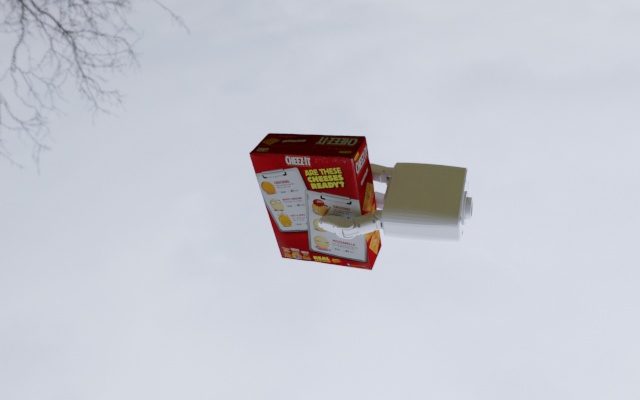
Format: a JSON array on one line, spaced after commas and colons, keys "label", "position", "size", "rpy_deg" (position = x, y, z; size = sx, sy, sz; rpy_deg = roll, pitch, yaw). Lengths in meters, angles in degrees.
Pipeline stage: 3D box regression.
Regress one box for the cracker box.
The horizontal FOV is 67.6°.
[{"label": "cracker box", "position": [0.000, 0.003, 0.744], "size": [0.164, 0.214, 0.072], "rpy_deg": [5, 39, 23]}]
